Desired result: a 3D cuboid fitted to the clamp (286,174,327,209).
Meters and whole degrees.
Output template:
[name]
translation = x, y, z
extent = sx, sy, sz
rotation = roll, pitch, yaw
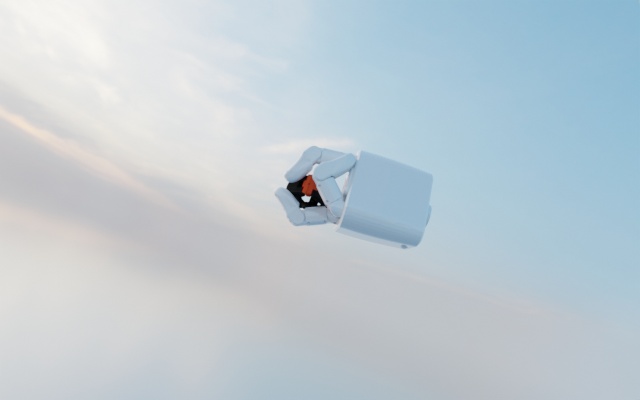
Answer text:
[clamp]
translation = 0.000, 0.002, 0.709
extent = 0.120, 0.039, 0.171
rotation = 12, -10, -2
